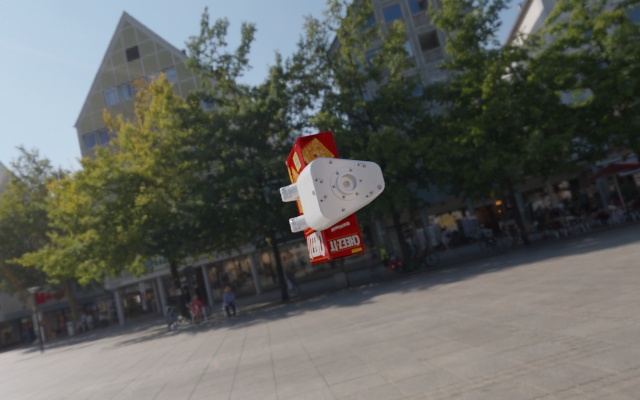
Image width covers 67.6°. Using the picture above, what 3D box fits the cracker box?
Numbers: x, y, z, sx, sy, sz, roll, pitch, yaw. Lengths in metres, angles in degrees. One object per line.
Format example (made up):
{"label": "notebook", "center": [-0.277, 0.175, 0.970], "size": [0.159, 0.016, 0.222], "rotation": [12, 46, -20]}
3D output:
{"label": "cracker box", "center": [0.000, 0.003, 0.868], "size": [0.072, 0.213, 0.164], "rotation": [-13, -7, -13]}
